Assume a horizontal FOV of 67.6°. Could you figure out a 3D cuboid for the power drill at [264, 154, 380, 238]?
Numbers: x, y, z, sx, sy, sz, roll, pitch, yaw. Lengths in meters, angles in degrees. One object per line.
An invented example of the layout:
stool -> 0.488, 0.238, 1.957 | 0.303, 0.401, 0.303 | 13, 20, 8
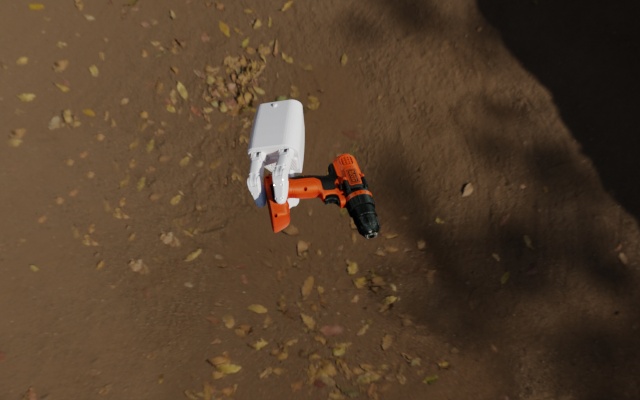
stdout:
power drill -> 0.000, 0.003, 0.856 | 0.187, 0.184, 0.057 | -9, -39, -11
